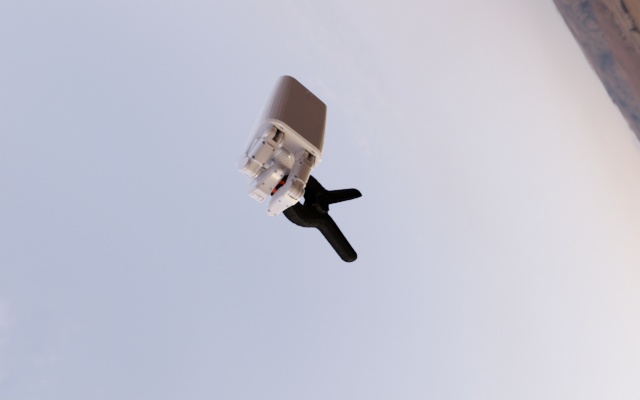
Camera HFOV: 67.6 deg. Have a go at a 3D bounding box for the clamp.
[{"bbox_3d":[0.000,0.002,0.688,0.039,0.120,0.171,-26,-51,37],"label":"clamp"}]
